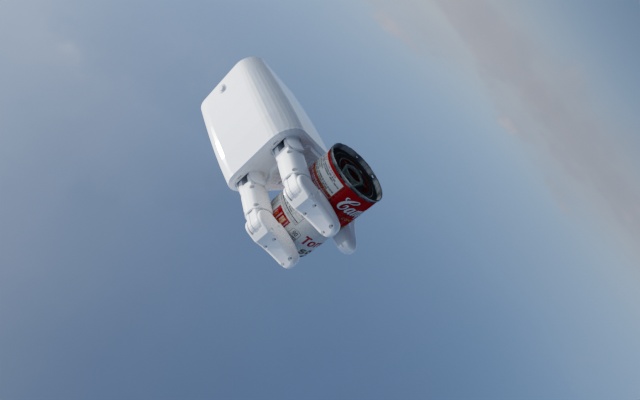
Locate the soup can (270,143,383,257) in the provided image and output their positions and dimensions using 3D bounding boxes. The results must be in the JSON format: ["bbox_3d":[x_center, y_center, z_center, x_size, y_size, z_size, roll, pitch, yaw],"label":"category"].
[{"bbox_3d":[0.000,0.002,0.467,0.102,0.068,0.068,-39,-20,26],"label":"soup can"}]
